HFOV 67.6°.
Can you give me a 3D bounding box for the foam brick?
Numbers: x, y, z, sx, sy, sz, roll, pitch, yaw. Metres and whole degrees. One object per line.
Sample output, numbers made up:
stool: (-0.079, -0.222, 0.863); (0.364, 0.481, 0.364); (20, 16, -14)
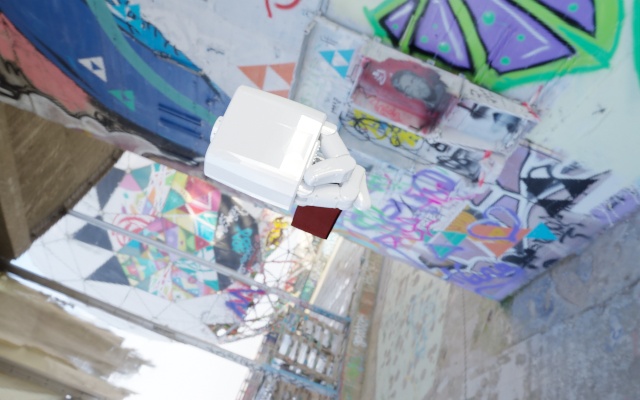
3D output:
foam brick: (0.000, 0.002, 0.589); (0.051, 0.053, 0.078); (20, -36, -2)
